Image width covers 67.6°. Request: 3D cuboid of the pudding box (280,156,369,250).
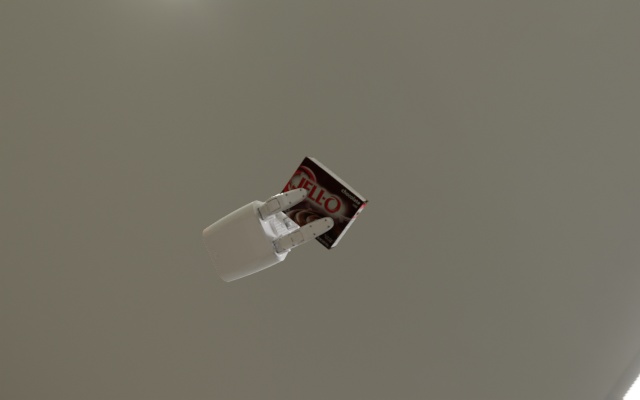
[{"bbox_3d":[0.000,0.002,0.706,0.113,0.090,0.039,38,15,10],"label":"pudding box"}]
